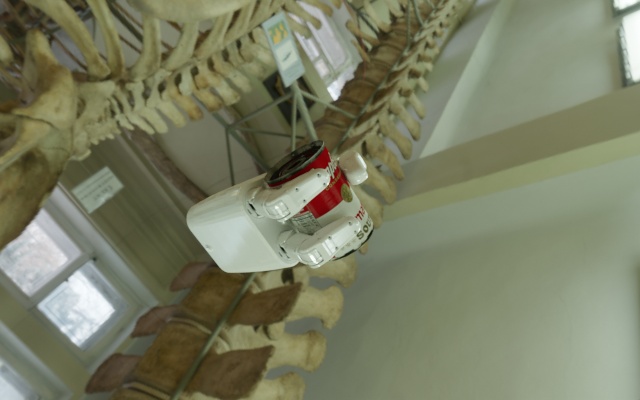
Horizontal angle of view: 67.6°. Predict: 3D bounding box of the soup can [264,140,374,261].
[{"bbox_3d":[0.001,0.002,0.472,0.068,0.102,0.068,-29,19,11],"label":"soup can"}]
